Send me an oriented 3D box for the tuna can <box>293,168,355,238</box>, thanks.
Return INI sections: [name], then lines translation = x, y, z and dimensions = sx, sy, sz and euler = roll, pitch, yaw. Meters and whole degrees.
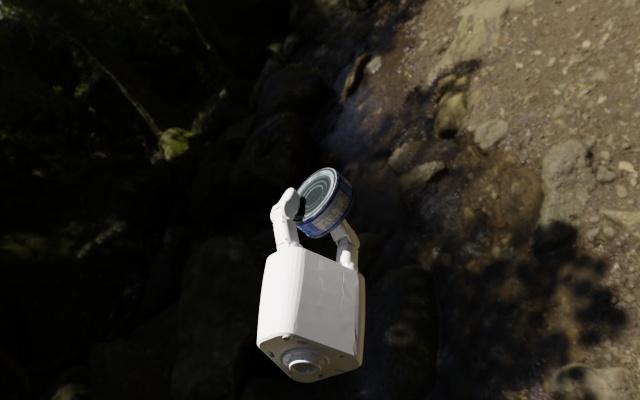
[tuna can]
translation = 0.000, 0.002, 0.592
dimensions = 0.034, 0.086, 0.086
euler = 40, -21, -28
